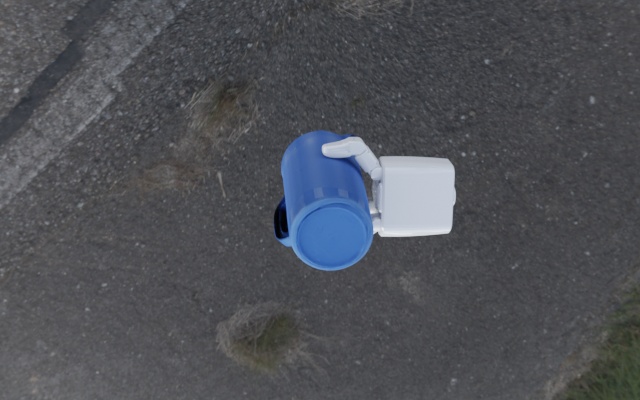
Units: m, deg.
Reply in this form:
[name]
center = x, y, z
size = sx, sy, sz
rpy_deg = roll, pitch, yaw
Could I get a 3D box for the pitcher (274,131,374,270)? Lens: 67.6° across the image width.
[pitcher]
center = 0.000, 0.002, 0.708
size = 0.145, 0.149, 0.242
rpy_deg = 0, 26, -3
